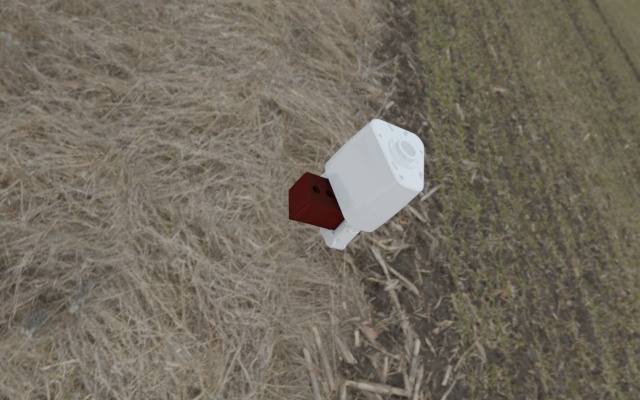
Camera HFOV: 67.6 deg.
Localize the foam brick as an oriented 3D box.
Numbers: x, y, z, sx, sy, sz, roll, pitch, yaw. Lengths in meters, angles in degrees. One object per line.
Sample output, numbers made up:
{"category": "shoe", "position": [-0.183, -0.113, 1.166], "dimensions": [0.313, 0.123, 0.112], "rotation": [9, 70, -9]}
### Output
{"category": "foam brick", "position": [0.000, 0.002, 0.675], "dimensions": [0.078, 0.053, 0.051], "rotation": [16, -39, -30]}
